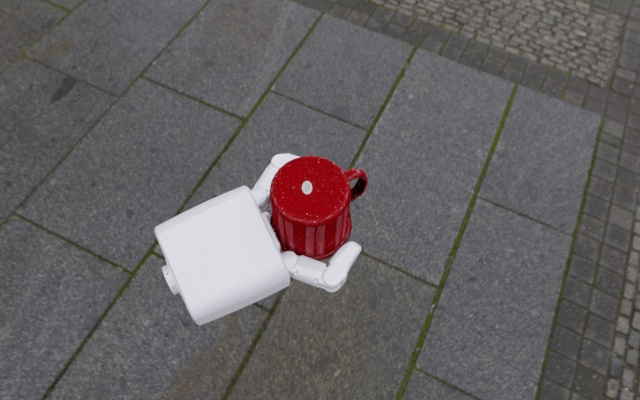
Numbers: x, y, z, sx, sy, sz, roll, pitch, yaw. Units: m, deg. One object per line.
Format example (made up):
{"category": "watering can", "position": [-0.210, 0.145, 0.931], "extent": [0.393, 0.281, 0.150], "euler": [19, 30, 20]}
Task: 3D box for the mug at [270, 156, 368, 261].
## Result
{"category": "mug", "position": [0.001, 0.001, 0.508], "extent": [0.117, 0.093, 0.081], "euler": [-25, -26, -14]}
